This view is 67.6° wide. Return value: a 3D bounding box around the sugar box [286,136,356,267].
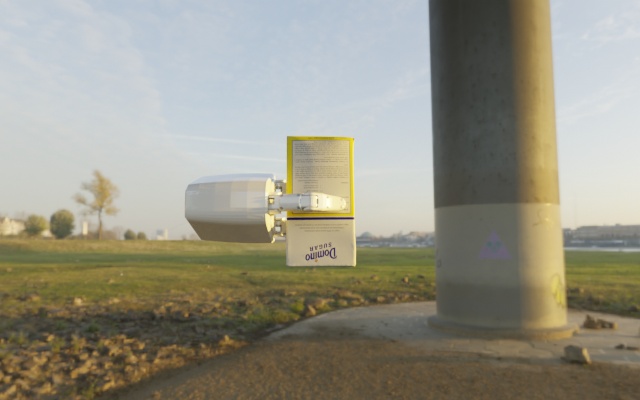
[{"bbox_3d":[0.000,0.002,0.650,0.093,0.176,0.048,0,-5,0],"label":"sugar box"}]
